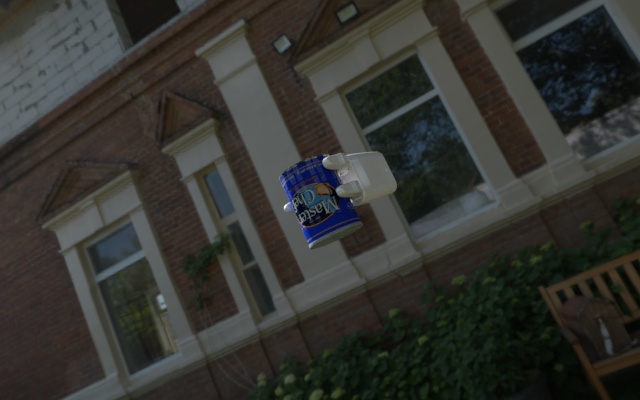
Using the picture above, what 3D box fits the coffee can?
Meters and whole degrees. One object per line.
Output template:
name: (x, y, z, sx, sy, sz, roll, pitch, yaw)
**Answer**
coffee can: (0.000, 0.003, 0.853, 0.103, 0.140, 0.103, -24, -11, -5)
